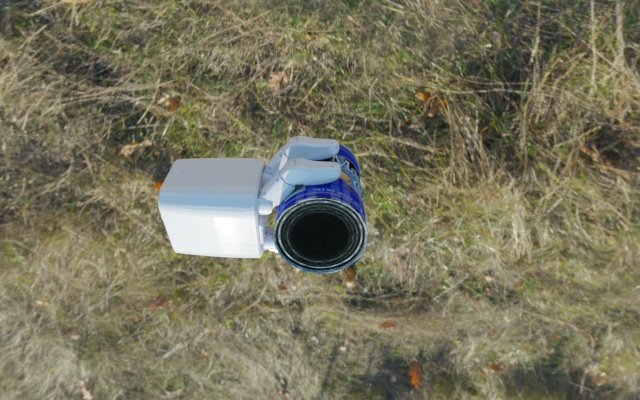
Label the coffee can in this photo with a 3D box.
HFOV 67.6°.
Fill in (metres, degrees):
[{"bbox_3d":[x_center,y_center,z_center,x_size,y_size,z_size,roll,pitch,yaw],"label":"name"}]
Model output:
[{"bbox_3d":[0.000,0.002,0.568,0.103,0.103,0.140,0,33,0],"label":"coffee can"}]
